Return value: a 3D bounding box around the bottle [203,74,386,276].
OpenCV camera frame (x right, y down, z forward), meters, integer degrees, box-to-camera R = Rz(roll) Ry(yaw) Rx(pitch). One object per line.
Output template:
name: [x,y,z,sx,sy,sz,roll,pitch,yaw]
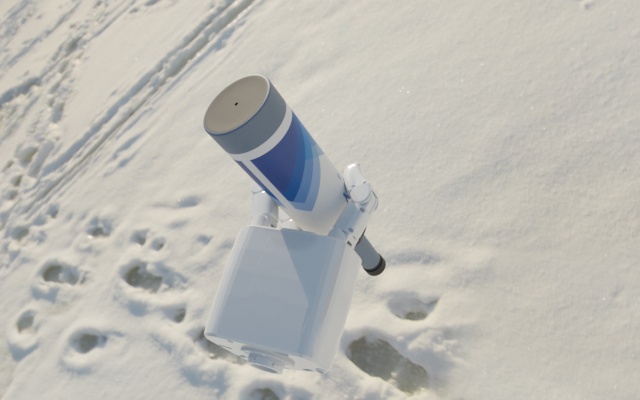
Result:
bottle: [0.000,0.001,0.488,0.069,0.069,0.296,0,-33,34]
